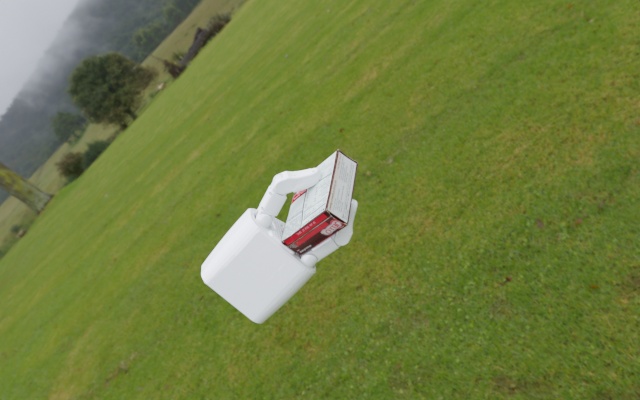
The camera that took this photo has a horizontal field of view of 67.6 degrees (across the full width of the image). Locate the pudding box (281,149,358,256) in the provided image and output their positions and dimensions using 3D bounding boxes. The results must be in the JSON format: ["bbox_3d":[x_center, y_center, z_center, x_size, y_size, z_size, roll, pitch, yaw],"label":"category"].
[{"bbox_3d":[0.000,0.002,0.598,0.039,0.113,0.090,34,-47,-24],"label":"pudding box"}]
